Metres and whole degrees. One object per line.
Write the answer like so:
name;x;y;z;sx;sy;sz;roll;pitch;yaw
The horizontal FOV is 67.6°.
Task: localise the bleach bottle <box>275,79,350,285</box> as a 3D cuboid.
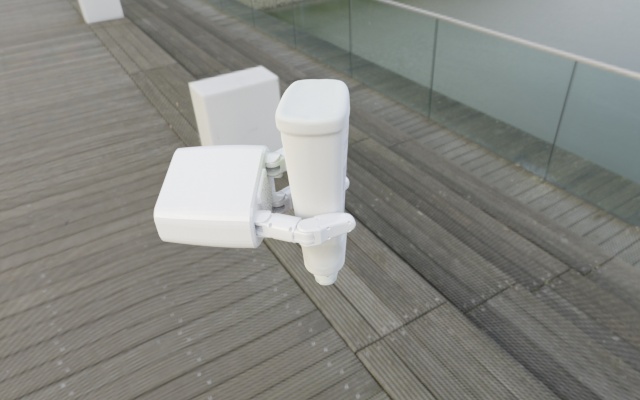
bleach bottle;0.000;0.002;0.530;0.068;0.251;0.102;1;36;7
